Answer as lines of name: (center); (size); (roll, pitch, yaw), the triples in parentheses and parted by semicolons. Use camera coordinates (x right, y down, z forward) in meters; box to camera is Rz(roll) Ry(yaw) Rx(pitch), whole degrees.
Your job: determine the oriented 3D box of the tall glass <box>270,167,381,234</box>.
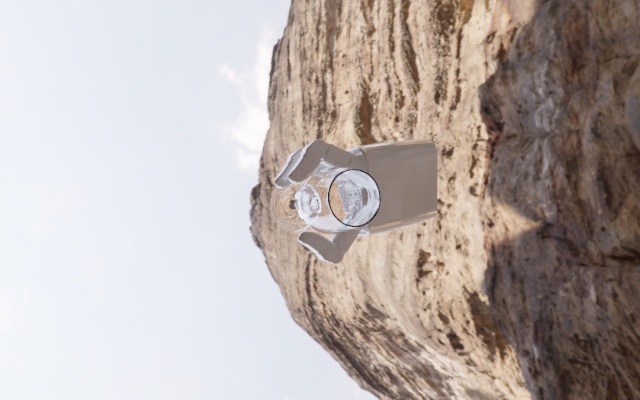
tall glass: (0.000, 0.002, 0.591); (0.079, 0.079, 0.201); (0, -3, -21)
